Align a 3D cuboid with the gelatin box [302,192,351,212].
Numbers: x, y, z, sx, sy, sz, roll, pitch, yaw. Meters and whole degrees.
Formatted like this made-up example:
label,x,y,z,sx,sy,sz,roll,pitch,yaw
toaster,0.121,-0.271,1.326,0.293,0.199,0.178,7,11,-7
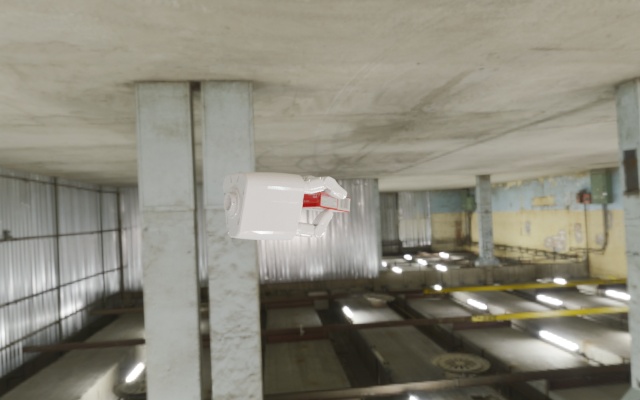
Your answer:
label,x,y,z,sx,sy,sz,roll,pitch,yaw
gelatin box,0.000,0.003,0.882,0.073,0.030,0.089,-1,-8,42
